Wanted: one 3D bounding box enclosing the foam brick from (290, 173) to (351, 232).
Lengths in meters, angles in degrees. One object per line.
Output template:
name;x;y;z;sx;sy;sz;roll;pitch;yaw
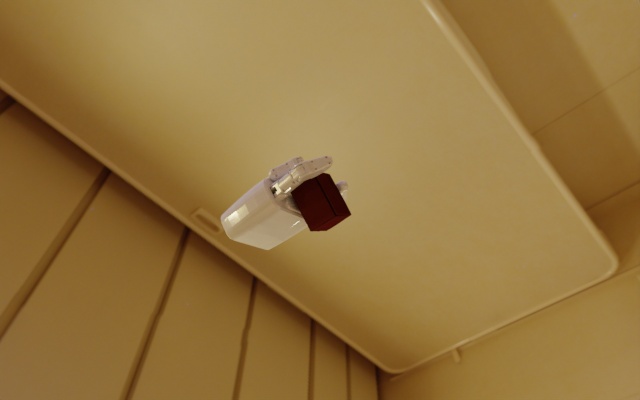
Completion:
foam brick;0.000;0.003;0.721;0.051;0.078;0.053;-35;-18;24
